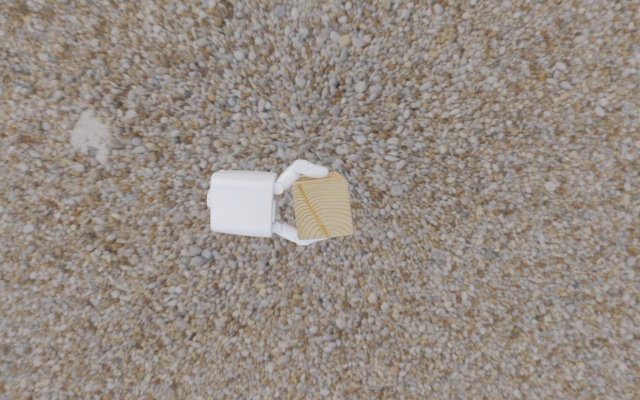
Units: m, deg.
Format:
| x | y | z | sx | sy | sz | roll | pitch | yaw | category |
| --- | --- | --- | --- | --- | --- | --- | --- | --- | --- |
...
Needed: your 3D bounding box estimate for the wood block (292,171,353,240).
| x | y | z | sx | sy | sz | roll | pitch | yaw | category |
| --- | --- | --- | --- | --- | --- | --- | --- | --- | --- |
| 0.000 | 0.003 | 0.847 | 0.090 | 0.091 | 0.206 | -7 | 7 | -1 | wood block |
